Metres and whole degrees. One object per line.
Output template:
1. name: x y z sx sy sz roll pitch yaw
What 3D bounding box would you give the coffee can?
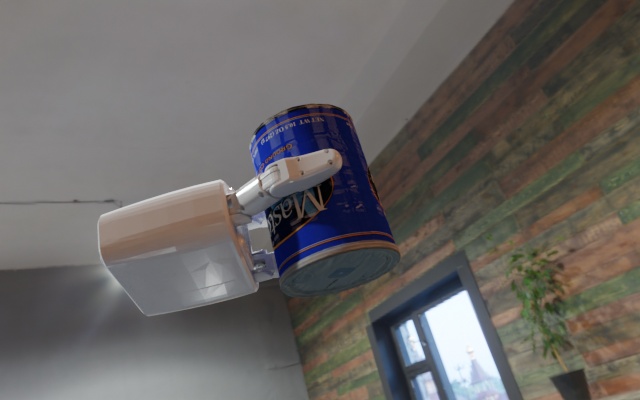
1. coffee can: 0.000 0.001 0.424 0.103 0.140 0.103 -13 -26 -7
